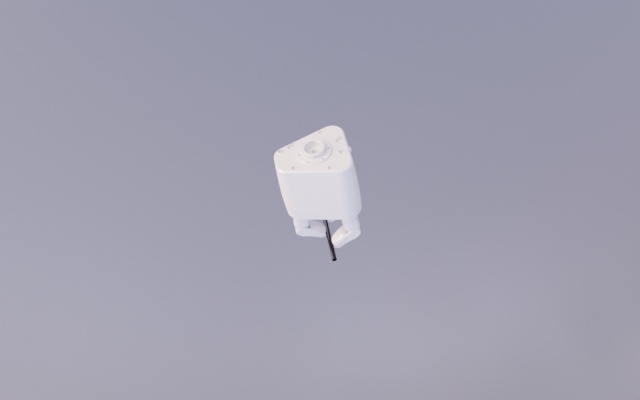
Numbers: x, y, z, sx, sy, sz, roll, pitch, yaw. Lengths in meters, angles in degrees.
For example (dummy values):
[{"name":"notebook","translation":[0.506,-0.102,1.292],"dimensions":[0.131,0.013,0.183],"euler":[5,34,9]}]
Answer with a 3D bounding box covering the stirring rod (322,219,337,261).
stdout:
[{"name":"stirring rod","translation":[0.000,0.003,0.827],"dimensions":[0.011,0.239,0.011],"euler":[-8,-39,-7]}]
